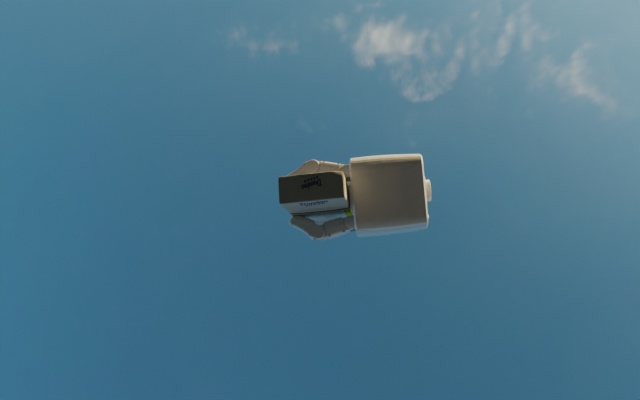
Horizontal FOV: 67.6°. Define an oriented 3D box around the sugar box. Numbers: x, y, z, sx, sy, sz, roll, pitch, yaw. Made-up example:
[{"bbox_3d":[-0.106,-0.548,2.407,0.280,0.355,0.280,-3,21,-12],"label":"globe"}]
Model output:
[{"bbox_3d":[0.000,0.002,0.729,0.093,0.048,0.176,-5,-17,7],"label":"sugar box"}]
